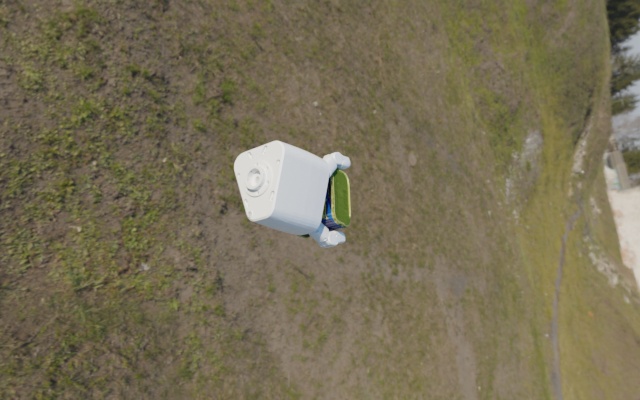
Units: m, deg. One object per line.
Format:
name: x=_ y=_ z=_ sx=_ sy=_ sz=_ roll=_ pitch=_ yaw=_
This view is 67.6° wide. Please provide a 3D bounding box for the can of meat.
can of meat: x=0.000 y=0.003 z=0.772 sx=0.084 sy=0.102 sz=0.057 roll=-15 pitch=-24 yaw=32
